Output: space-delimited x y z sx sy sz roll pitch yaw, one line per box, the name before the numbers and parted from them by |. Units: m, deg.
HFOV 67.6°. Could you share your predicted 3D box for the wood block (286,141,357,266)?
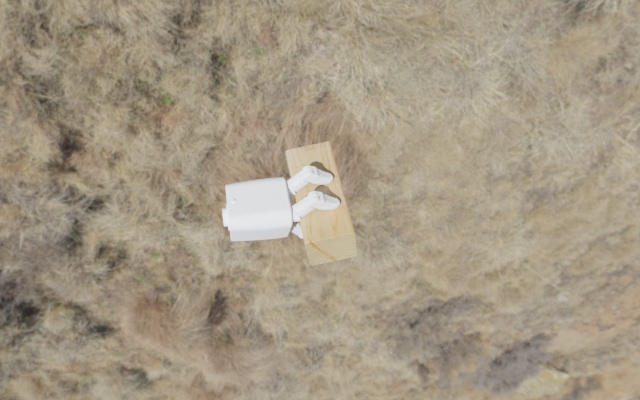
wood block | 0.000 0.003 0.884 0.090 0.206 0.091 -12 -32 -2
